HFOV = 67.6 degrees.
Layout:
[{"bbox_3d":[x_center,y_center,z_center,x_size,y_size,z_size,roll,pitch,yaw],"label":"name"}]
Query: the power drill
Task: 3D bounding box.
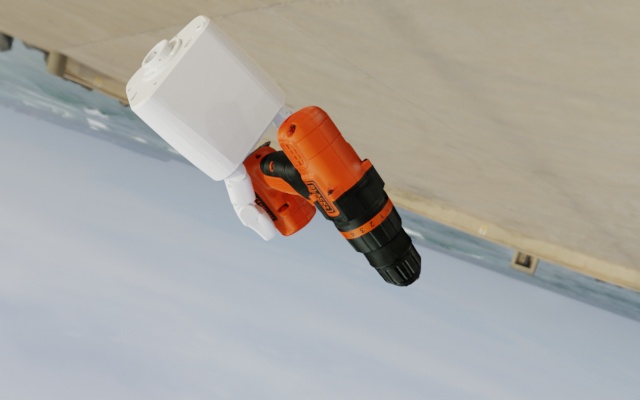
[{"bbox_3d":[0.000,0.001,0.469,0.057,0.184,0.187,-42,18,-23],"label":"power drill"}]
